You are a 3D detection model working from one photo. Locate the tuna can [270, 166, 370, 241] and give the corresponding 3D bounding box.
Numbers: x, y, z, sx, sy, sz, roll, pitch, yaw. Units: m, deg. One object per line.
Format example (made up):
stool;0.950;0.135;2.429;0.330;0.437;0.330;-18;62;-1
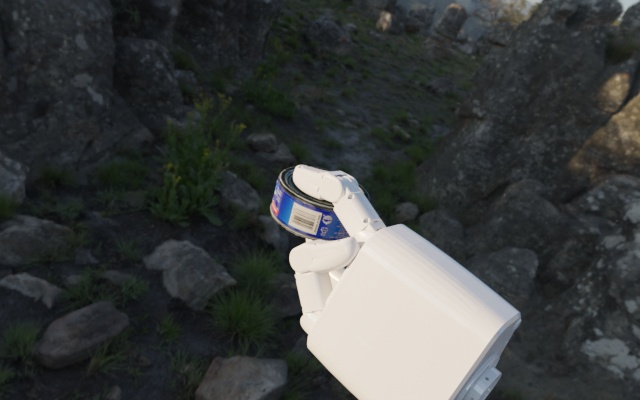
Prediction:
tuna can;0.000;0.001;0.428;0.086;0.034;0.086;13;25;-6
